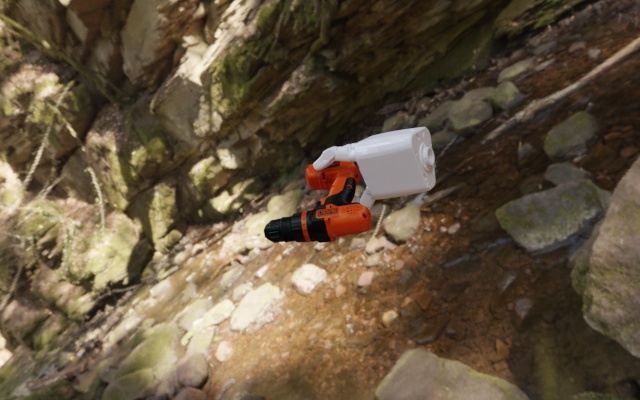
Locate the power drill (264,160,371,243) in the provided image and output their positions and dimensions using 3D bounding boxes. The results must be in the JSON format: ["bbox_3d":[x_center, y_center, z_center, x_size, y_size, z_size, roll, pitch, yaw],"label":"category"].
[{"bbox_3d":[0.000,0.002,0.852,0.184,0.057,0.187,-7,36,12],"label":"power drill"}]
